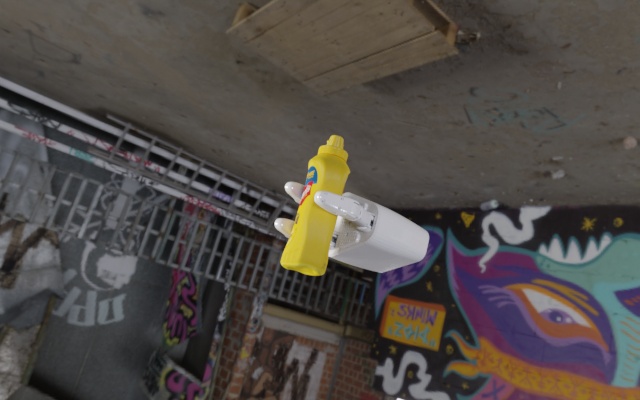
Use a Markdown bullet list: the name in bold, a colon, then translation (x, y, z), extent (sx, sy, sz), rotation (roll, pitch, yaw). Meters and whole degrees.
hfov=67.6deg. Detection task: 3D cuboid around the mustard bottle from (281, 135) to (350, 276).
- **mustard bottle**: translation (0.000, 0.002, 0.643), extent (0.058, 0.191, 0.096), rotation (17, -14, -8)
